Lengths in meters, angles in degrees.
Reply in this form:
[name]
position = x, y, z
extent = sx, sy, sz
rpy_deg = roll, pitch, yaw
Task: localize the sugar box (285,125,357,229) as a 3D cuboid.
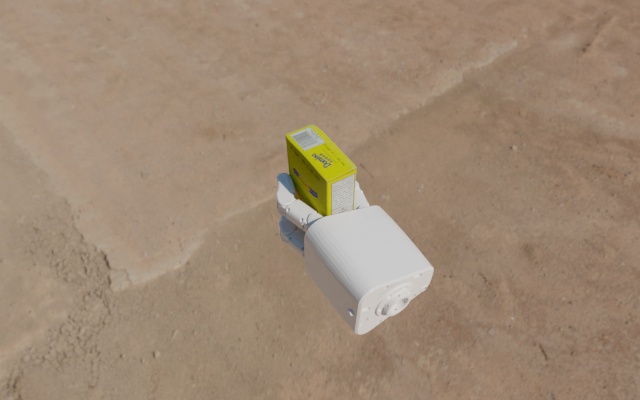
[sugar box]
position = 0.000, 0.002, 0.594
extent = 0.048, 0.176, 0.093
rpy_deg = -24, 52, -21
